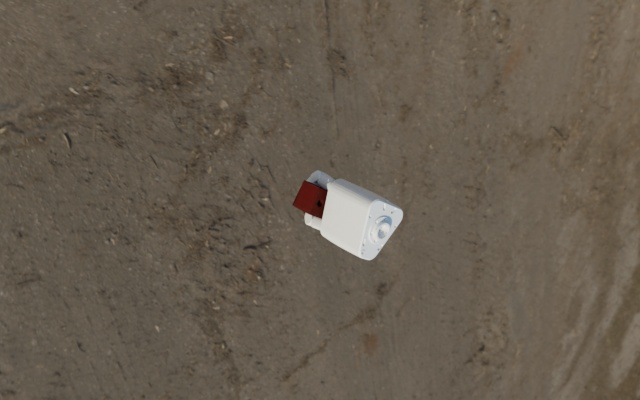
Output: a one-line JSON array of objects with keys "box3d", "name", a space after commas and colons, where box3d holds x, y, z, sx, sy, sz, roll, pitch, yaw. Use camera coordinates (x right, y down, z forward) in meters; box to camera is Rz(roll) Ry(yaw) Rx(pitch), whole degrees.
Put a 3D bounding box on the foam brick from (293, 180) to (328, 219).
[{"box3d": [0.000, 0.003, 0.880, 0.078, 0.053, 0.051, 20, 6, -43], "name": "foam brick"}]
